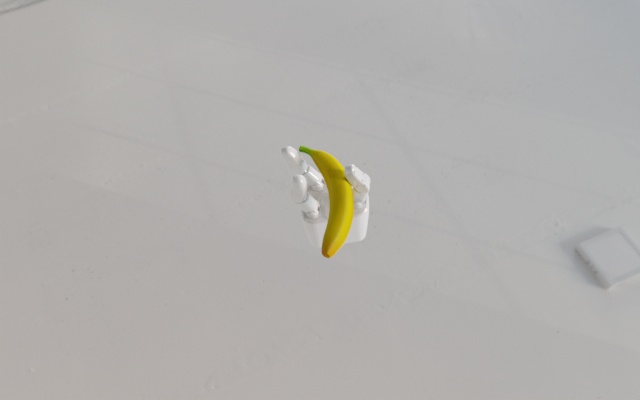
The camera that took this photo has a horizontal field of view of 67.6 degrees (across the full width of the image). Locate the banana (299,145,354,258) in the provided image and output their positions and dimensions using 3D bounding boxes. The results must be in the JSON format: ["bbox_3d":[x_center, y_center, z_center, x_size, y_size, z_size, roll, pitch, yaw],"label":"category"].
[{"bbox_3d":[0.018,-0.004,0.736,0.069,0.197,0.037,-12,-30,-4],"label":"banana"}]
